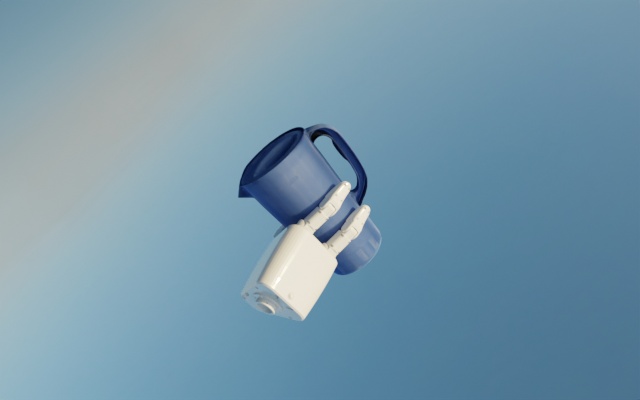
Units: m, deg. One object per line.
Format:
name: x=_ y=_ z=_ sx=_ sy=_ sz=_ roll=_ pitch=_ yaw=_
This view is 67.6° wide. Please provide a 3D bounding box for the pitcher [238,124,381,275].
pitcher: x=0.000 y=0.003 z=0.781 sx=0.149 sy=0.145 sz=0.243 roll=-13 pitch=-54 yaw=48
